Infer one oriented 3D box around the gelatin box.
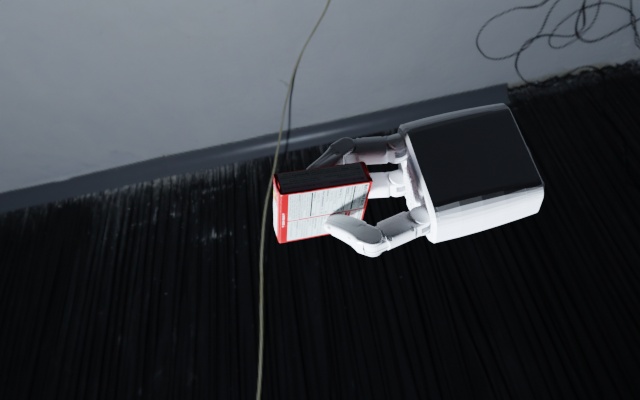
[{"bbox_3d":[0.000,0.002,0.458,0.089,0.030,0.073,-10,-38,-14],"label":"gelatin box"}]
